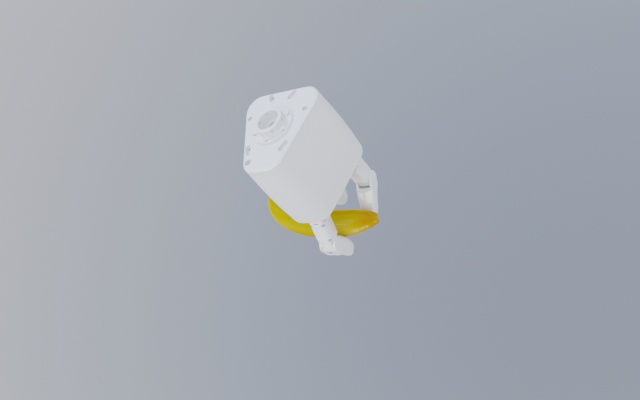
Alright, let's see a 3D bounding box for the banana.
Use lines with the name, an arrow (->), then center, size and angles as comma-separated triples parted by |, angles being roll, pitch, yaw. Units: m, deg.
banana -> -0.013, 0.016, 0.637 | 0.197, 0.069, 0.037 | 23, -18, 44
